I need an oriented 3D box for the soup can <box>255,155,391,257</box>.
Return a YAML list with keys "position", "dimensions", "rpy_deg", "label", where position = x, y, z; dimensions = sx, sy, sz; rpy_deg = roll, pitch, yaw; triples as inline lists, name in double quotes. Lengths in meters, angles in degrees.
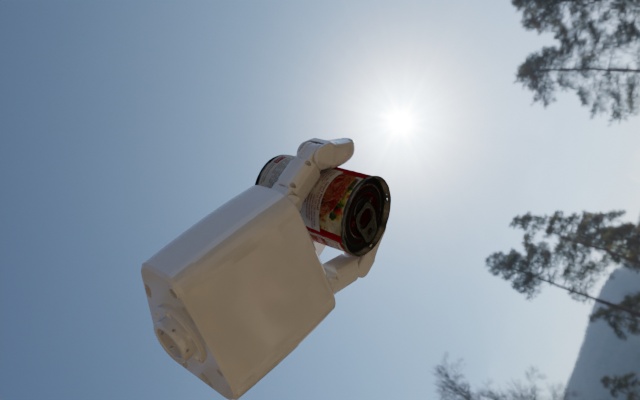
- position: [0.000, 0.001, 0.415]
  dimensions: [0.102, 0.068, 0.068]
  rpy_deg: [17, 10, 36]
  label: "soup can"
